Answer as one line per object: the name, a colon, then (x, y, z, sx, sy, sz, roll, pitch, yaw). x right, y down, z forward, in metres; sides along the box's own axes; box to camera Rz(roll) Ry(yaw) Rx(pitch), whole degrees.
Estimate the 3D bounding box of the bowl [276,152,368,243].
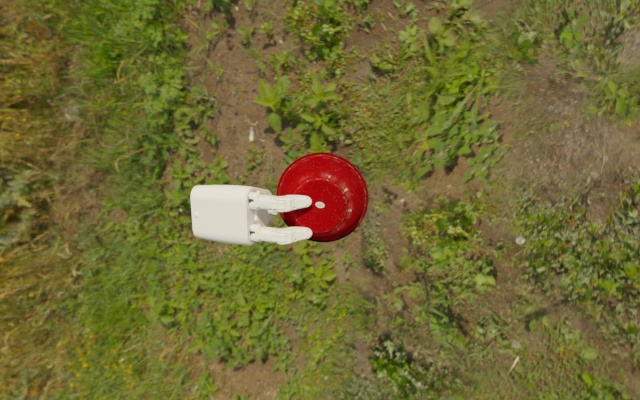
bowl: (0.001, 0.002, 0.804, 0.162, 0.162, 0.055, 0, 15, 5)
